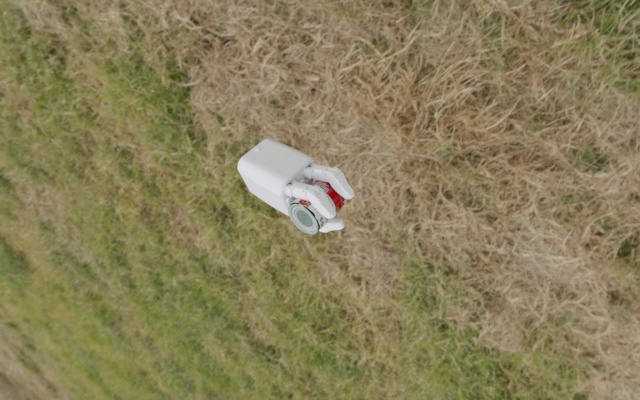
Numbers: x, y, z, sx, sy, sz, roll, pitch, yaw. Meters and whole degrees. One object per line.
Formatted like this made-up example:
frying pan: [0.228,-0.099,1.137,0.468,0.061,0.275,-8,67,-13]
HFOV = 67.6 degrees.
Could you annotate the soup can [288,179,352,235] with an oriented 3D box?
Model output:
soup can: [0.000,0.003,0.834,0.068,0.068,0.102,0,35,47]
